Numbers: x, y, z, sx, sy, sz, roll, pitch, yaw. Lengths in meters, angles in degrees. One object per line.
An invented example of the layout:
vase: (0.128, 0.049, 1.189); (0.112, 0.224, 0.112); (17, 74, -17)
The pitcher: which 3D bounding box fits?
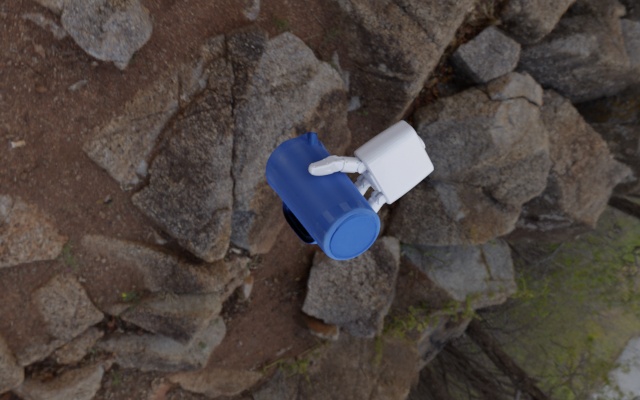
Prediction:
pitcher: (0.000, 0.003, 0.870); (0.145, 0.149, 0.242); (-34, 45, -4)
